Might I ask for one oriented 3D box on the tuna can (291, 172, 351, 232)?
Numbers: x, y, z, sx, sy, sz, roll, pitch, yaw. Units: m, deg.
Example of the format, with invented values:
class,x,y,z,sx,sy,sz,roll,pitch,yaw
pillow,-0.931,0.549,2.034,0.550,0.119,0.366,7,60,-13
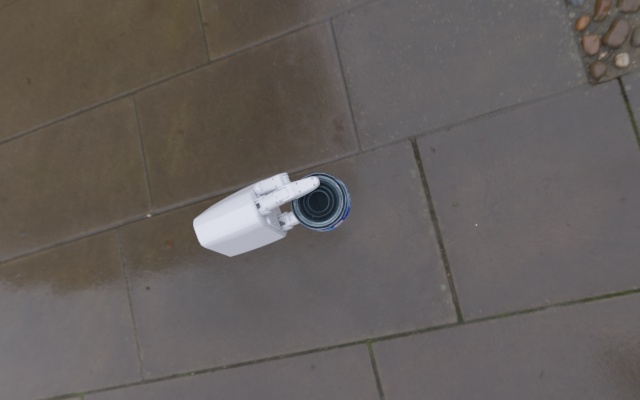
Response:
class,x,y,z,sx,sy,sz,roll,pitch,yaw
tuna can,0.000,0.002,0.701,0.086,0.086,0.034,0,-5,13
